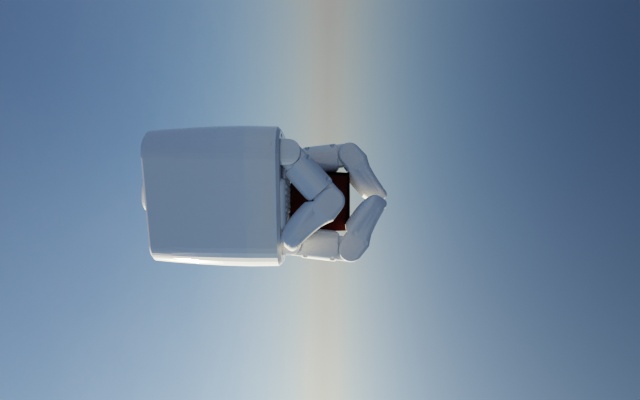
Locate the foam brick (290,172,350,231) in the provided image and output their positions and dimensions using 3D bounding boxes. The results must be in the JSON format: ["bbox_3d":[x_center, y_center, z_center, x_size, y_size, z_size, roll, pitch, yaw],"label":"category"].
[{"bbox_3d":[0.000,0.002,0.445,0.051,0.053,0.078,0,-2,1],"label":"foam brick"}]
